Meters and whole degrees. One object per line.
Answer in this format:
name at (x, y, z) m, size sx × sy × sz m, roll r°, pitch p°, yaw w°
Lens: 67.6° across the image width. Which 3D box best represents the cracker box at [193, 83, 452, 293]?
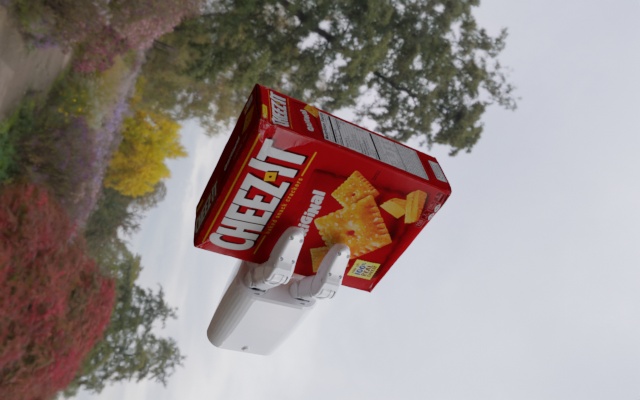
cracker box at (0.000, 0.002, 0.491) m, size 0.214 × 0.164 × 0.072 m, roll 18°, pitch 34°, yaw -24°
